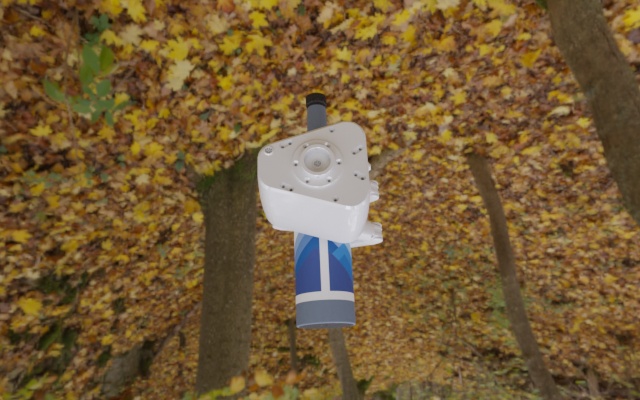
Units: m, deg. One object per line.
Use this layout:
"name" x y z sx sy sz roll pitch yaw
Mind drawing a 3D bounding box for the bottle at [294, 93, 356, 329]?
"bottle" 0.000 0.002 0.583 0.069 0.295 0.069 -2 -20 -1
